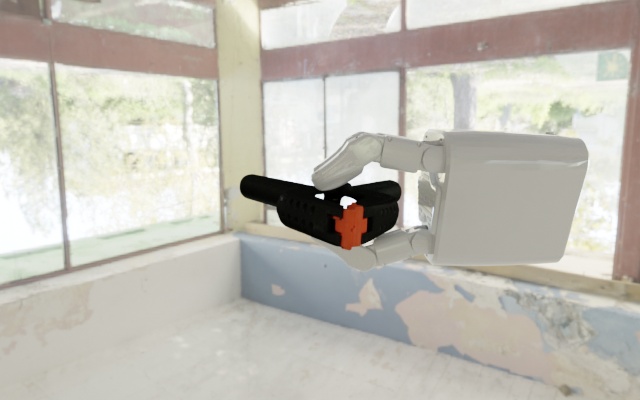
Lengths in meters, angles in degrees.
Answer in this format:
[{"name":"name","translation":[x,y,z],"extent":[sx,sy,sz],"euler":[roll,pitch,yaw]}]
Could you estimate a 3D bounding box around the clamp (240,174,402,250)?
[{"name":"clamp","translation":[0.000,0.002,0.404],"extent":[0.164,0.036,0.210],"euler":[2,9,1]}]
